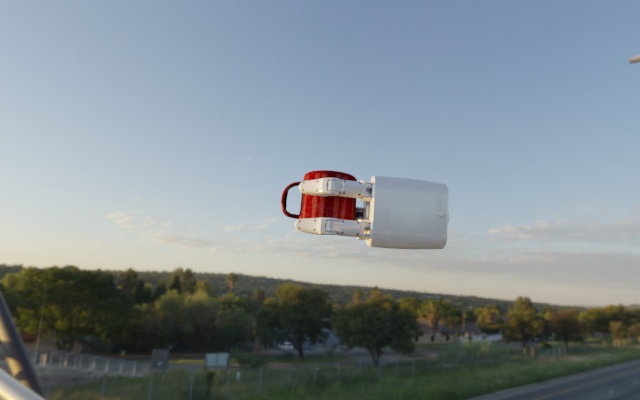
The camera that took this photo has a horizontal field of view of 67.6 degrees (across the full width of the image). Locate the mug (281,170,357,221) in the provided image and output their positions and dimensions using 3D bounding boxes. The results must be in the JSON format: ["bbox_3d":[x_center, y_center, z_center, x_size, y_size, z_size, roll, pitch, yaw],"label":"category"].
[{"bbox_3d":[-0.001,0.002,0.709,0.117,0.081,0.093,5,-11,-2],"label":"mug"}]
